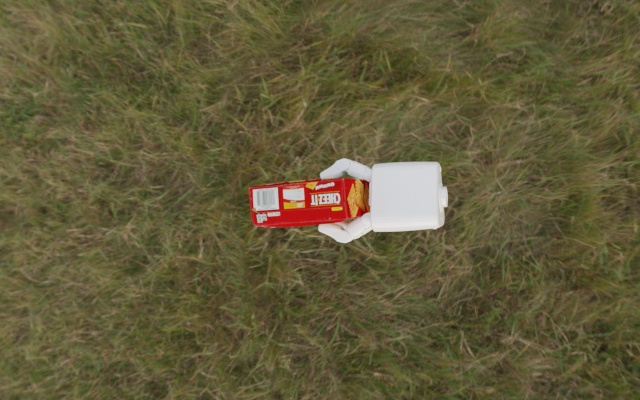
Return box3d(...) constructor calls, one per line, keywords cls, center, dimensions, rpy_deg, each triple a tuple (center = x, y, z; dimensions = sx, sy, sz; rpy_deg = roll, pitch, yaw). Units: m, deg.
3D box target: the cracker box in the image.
box3d(cls="cracker box", center=(0.000, 0.003, 0.829), dimensions=(0.164, 0.072, 0.213), rpy_deg=(-5, -1, 21))
